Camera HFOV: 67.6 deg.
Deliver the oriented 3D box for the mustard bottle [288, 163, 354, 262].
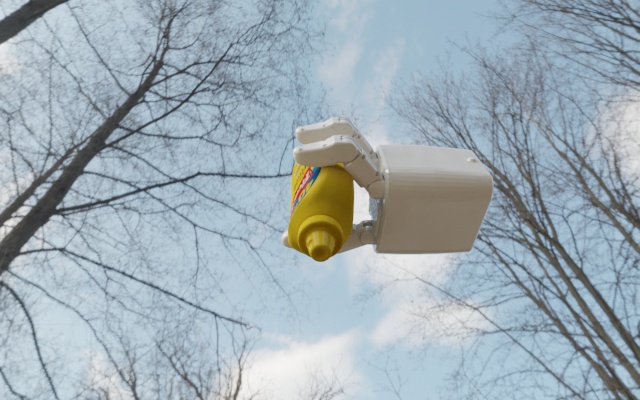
[{"bbox_3d":[0.000,0.001,0.488,0.058,0.096,0.191,23,25,-12],"label":"mustard bottle"}]
